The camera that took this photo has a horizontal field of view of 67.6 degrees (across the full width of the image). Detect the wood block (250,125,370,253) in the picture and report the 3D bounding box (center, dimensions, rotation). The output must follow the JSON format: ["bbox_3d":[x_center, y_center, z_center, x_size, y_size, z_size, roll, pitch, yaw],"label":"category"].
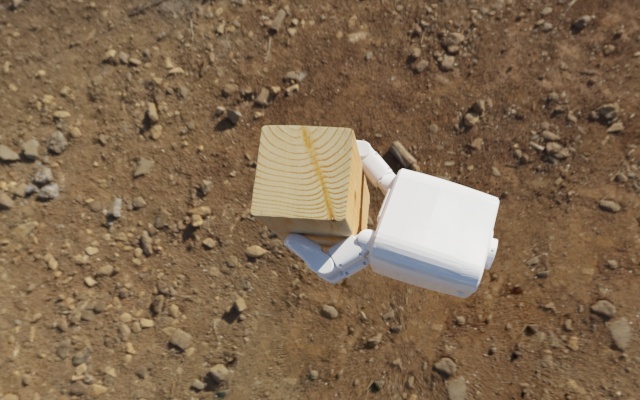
[{"bbox_3d":[0.000,0.001,0.529,0.090,0.090,0.206,3,-16,11],"label":"wood block"}]
